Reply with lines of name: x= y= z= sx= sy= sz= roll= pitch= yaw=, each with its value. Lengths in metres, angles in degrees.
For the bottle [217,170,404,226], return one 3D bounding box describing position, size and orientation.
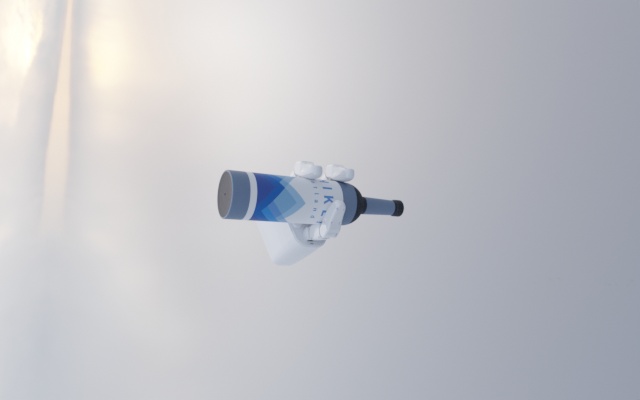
bottle: x=0.000 y=0.002 z=0.708 sx=0.296 sy=0.069 sz=0.069 roll=5 pitch=-2 yaw=-29
